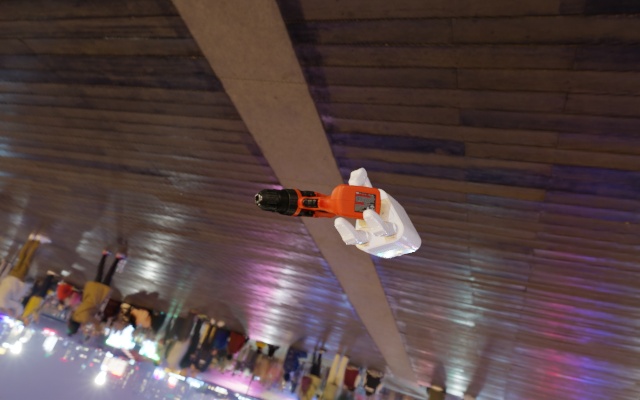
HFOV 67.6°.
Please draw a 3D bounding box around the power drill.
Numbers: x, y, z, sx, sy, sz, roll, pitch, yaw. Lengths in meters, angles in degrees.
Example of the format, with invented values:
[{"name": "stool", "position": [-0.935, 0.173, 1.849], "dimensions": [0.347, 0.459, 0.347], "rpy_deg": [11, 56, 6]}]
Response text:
[{"name": "power drill", "position": [0.001, 0.003, 0.857], "dimensions": [0.184, 0.057, 0.187], "rpy_deg": [4, -2, -38]}]
